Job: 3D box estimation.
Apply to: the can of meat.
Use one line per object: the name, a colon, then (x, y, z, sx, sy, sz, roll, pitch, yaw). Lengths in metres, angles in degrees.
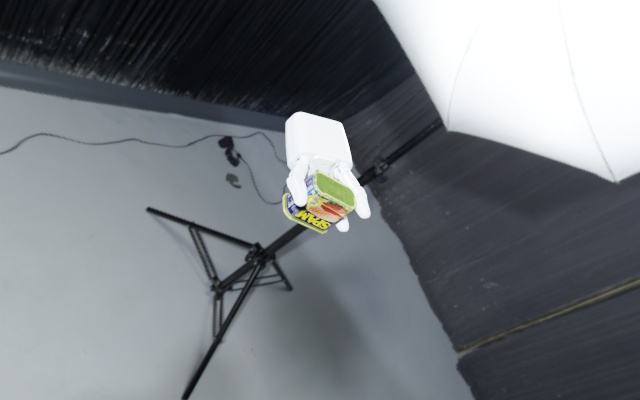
can of meat: (0.000, 0.003, 0.828, 0.102, 0.057, 0.084, 27, -50, -33)
